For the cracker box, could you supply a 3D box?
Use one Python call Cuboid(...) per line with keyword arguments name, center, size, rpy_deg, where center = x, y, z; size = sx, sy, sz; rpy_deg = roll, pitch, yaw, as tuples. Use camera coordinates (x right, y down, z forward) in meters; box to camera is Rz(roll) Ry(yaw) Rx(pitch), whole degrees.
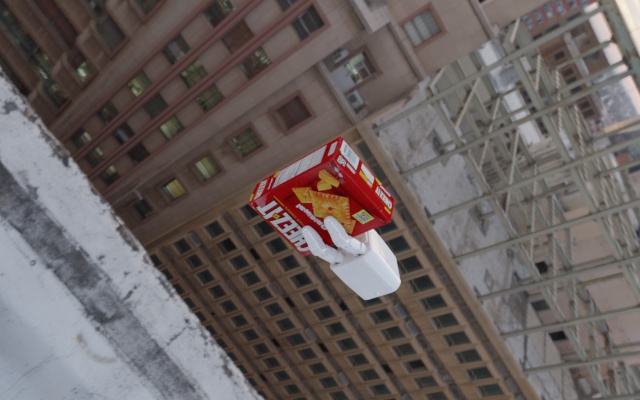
Cuboid(name="cracker box", center=(0.000, 0.003, 0.870), size=(0.214, 0.164, 0.072), rpy_deg=(-26, 29, 34))
